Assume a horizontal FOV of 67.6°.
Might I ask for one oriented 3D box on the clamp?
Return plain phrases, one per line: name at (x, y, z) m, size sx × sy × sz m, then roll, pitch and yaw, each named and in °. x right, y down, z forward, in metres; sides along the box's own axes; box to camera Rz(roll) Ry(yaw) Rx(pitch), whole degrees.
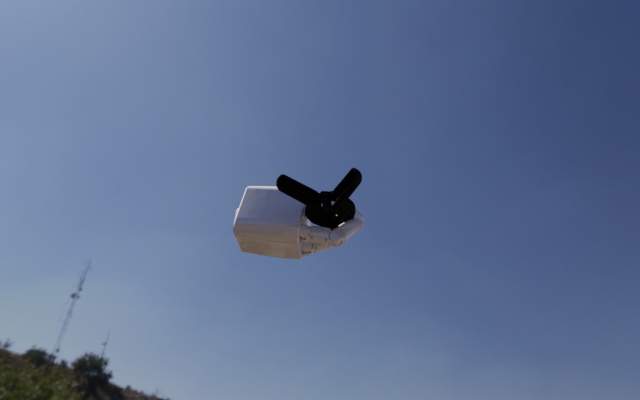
clamp at (0.000, 0.002, 0.724) m, size 0.120 × 0.039 × 0.172 m, roll 5°, pitch -30°, yaw 5°
